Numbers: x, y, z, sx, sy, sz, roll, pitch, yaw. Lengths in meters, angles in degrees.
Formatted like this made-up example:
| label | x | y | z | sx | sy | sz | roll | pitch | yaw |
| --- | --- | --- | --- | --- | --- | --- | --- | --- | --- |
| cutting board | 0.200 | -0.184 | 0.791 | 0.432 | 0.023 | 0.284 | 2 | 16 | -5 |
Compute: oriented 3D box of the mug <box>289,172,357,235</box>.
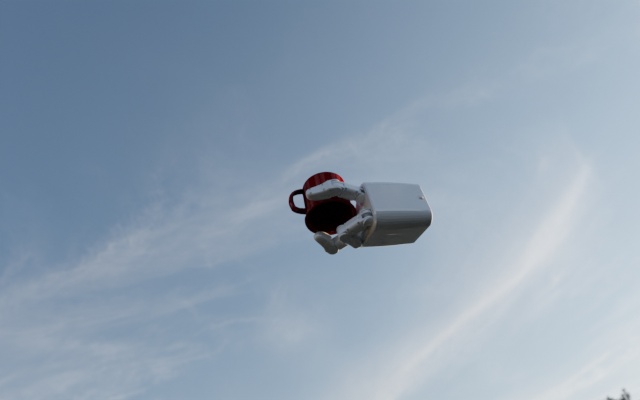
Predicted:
| label | x | y | z | sx | sy | sz | roll | pitch | yaw |
| --- | --- | --- | --- | --- | --- | --- | --- | --- | --- |
| mug | -0.001 | 0.003 | 0.858 | 0.117 | 0.081 | 0.093 | 0 | -45 | -13 |
